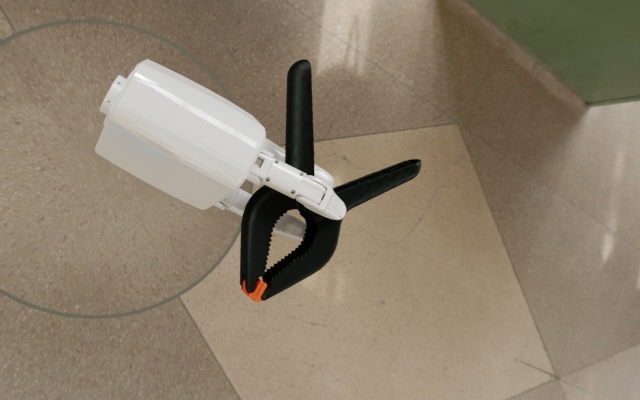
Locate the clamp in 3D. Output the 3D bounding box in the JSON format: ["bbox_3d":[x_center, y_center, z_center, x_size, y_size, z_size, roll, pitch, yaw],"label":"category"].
[{"bbox_3d":[0.000,0.002,0.440,0.164,0.210,0.036,29,-8,-23],"label":"clamp"}]
